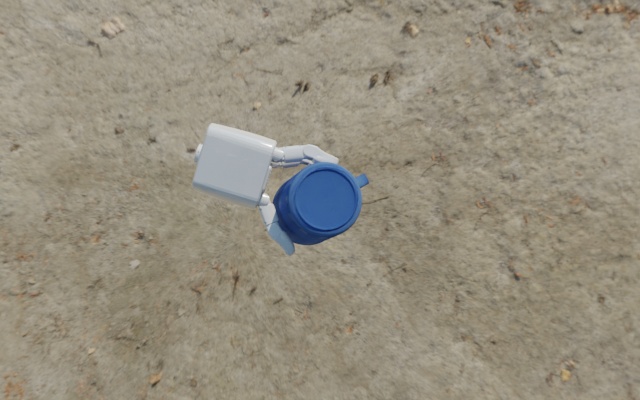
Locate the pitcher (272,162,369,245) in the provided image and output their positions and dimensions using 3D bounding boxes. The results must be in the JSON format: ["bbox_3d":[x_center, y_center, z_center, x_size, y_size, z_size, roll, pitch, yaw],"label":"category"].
[{"bbox_3d":[0.000,0.003,0.787,0.145,0.149,0.243,19,-7,-6],"label":"pitcher"}]
